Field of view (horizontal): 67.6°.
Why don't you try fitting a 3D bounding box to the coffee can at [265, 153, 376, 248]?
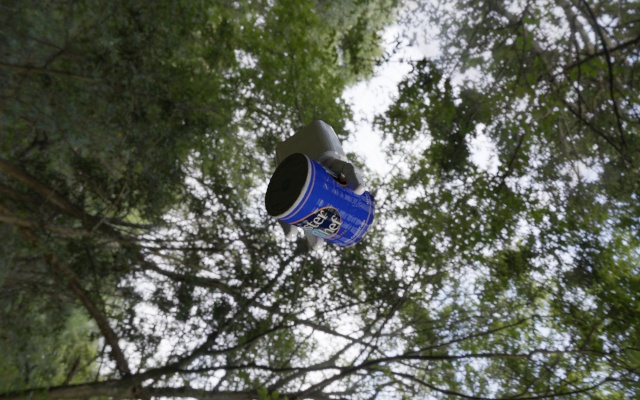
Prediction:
[{"bbox_3d":[0.000,0.002,0.736,0.140,0.102,0.103,27,-16,-33],"label":"coffee can"}]
